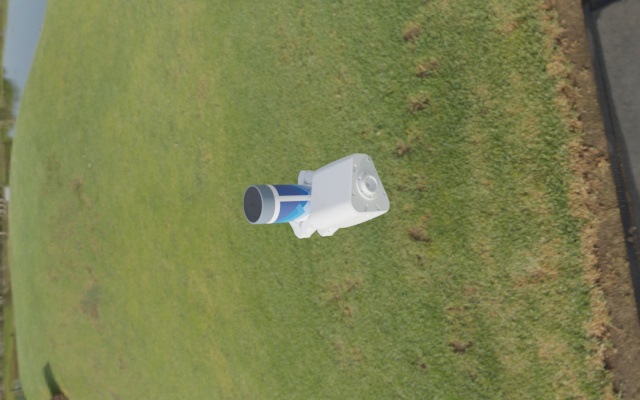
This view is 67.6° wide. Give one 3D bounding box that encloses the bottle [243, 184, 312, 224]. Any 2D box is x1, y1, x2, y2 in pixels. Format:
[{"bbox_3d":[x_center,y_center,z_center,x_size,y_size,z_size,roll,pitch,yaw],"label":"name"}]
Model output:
[{"bbox_3d":[0.000,0.003,0.898,0.296,0.069,0.069,-2,1,-39],"label":"bottle"}]
